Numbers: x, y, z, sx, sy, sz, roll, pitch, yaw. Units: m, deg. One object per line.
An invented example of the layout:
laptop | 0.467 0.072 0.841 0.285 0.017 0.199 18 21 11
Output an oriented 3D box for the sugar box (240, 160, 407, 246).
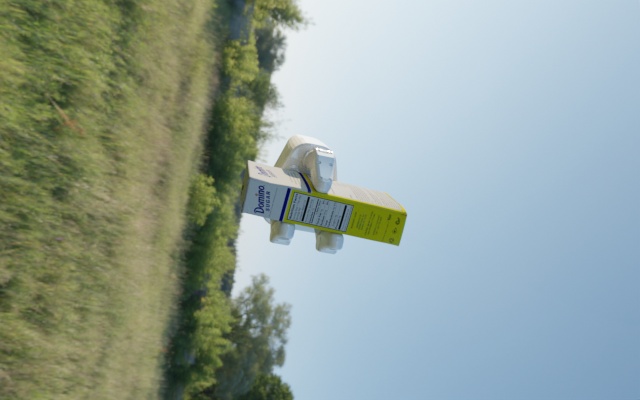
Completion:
sugar box | 0.000 0.002 0.537 0.176 0.048 0.093 10 13 -12
